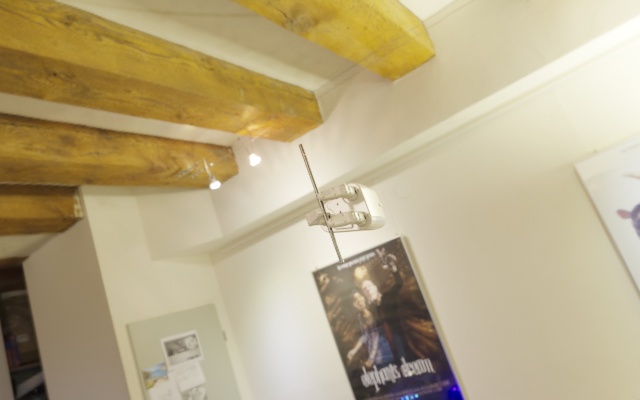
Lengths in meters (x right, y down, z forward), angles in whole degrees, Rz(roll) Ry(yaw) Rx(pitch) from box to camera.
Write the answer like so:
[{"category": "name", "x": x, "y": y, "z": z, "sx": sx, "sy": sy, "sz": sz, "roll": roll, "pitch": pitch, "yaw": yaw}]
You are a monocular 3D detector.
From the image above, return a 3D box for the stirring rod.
[{"category": "stirring rod", "x": 0.000, "y": 0.003, "z": 0.894, "sx": 0.011, "sy": 0.239, "sz": 0.011, "roll": -18, "pitch": -13, "yaw": -4}]
